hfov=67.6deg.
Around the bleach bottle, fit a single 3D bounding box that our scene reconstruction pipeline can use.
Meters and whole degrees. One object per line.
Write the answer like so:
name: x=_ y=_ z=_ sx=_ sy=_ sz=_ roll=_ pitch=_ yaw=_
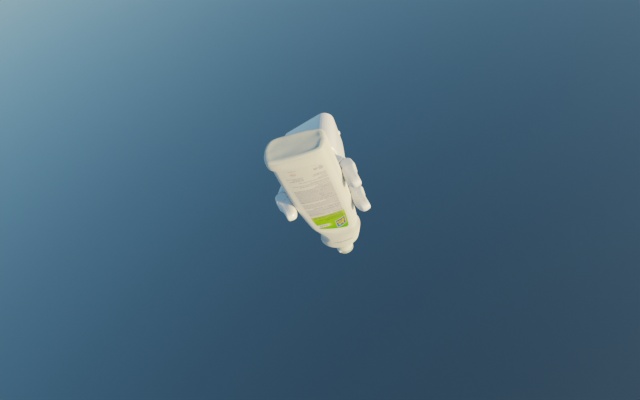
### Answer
bleach bottle: x=0.000 y=0.003 z=0.790 sx=0.102 sy=0.068 sz=0.251 roll=-13 pitch=-47 yaw=12
